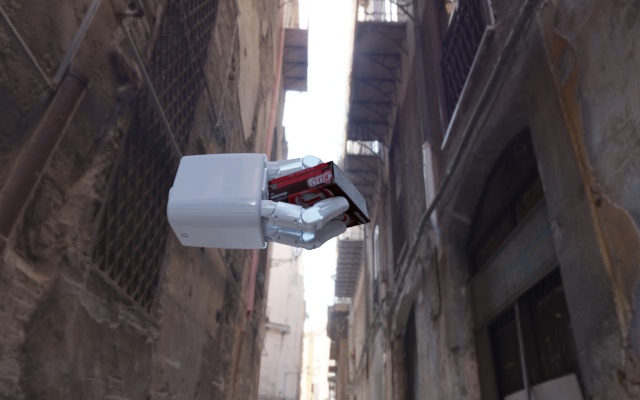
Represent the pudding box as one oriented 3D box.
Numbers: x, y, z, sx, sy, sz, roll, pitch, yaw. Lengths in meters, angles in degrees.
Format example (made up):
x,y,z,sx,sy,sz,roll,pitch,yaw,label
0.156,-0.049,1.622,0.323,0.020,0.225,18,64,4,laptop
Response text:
x,y,z,sx,sy,sz,roll,pitch,yaw,label
0.000,0.002,0.597,0.090,0.039,0.113,-16,-31,22,pudding box
